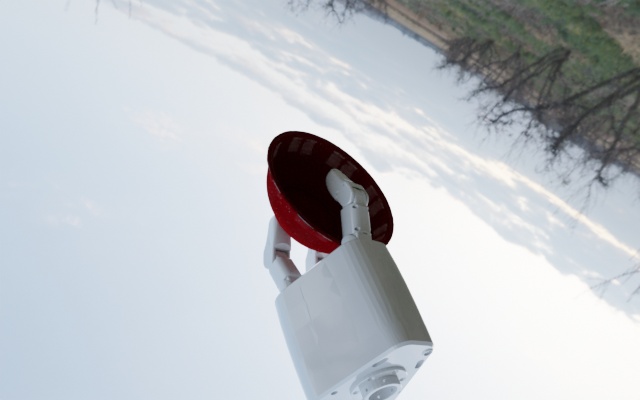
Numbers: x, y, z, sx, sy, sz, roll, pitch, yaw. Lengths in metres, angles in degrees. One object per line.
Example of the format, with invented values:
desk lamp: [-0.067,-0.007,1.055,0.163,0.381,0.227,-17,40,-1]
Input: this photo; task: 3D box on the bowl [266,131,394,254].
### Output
bowl: [0.000,0.001,0.512,0.162,0.162,0.055,0,-38,-46]
